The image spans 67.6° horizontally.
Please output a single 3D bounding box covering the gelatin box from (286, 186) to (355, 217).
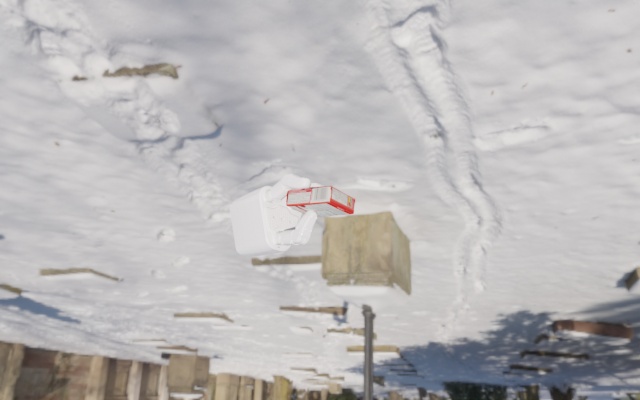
[{"bbox_3d":[0.000,0.003,0.775,0.089,0.030,0.073,-5,-19,35],"label":"gelatin box"}]
